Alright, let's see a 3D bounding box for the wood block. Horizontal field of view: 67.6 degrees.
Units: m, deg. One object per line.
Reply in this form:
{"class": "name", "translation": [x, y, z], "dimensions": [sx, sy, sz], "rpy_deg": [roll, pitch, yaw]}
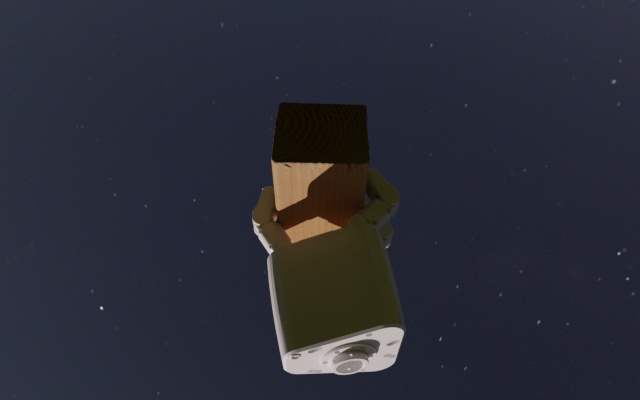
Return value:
{"class": "wood block", "translation": [0.000, 0.002, 0.530], "dimensions": [0.091, 0.090, 0.206], "rpy_deg": [2, -42, 0]}
